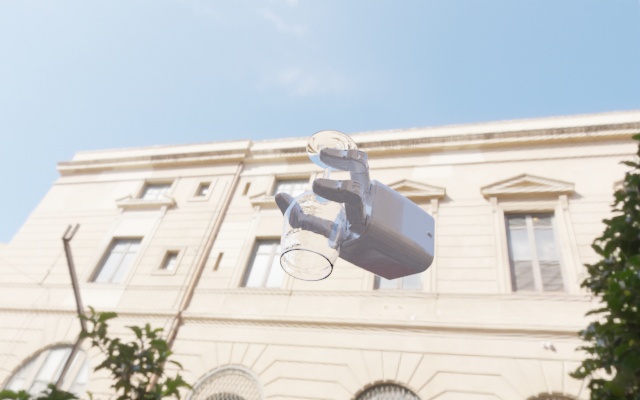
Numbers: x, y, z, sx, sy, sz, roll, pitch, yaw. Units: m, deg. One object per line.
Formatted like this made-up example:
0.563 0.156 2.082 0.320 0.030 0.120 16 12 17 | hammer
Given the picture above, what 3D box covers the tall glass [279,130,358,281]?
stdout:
0.000 0.001 0.604 0.079 0.201 0.079 7 -42 7 | tall glass
